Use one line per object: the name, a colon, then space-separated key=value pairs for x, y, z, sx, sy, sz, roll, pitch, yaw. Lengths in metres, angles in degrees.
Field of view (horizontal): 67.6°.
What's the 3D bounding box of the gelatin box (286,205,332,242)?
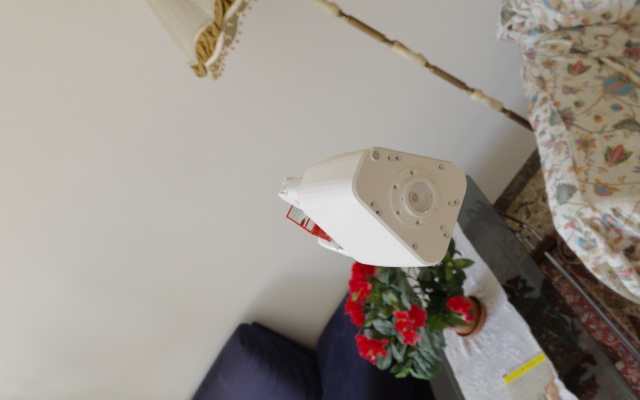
gelatin box: x=0.000 y=0.002 z=0.562 sx=0.030 sy=0.073 sz=0.089 roll=26 pitch=-1 yaw=-26
